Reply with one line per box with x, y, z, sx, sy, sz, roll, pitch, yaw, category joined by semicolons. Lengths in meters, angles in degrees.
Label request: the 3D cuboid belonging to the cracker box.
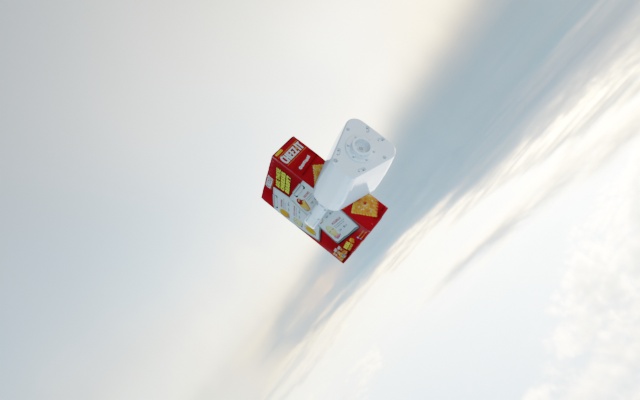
0.000;0.003;0.887;0.213;0.072;0.164;38;-29;6;cracker box
